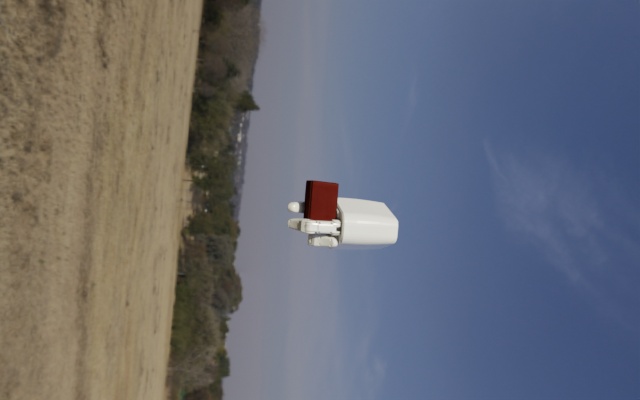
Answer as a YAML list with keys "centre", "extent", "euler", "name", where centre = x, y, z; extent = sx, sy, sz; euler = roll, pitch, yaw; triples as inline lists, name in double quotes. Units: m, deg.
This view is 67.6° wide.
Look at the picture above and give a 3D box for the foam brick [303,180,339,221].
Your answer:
- centre: [0.000, 0.003, 0.872]
  extent: [0.051, 0.078, 0.053]
  euler: [4, 4, -12]
  name: "foam brick"
